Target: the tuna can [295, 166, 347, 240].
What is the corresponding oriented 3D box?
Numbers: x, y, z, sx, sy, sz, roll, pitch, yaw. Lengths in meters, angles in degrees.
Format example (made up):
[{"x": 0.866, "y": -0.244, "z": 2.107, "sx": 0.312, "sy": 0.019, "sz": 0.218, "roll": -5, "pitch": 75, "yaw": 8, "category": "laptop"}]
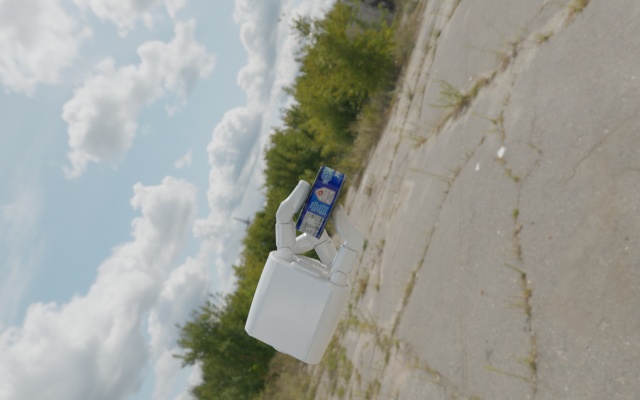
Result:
[{"x": 0.000, "y": 0.002, "z": 0.581, "sx": 0.034, "sy": 0.086, "sz": 0.086, "roll": 24, "pitch": 0, "yaw": -1, "category": "tuna can"}]
